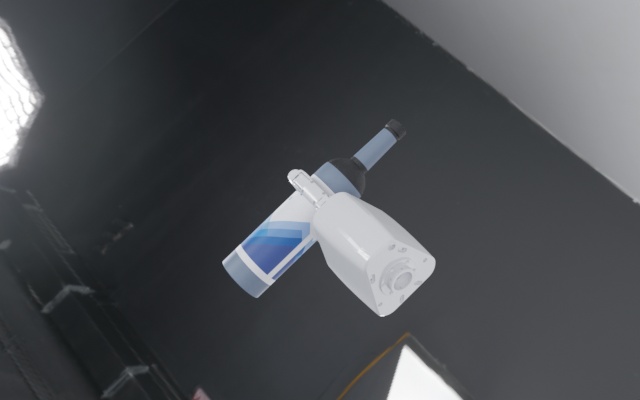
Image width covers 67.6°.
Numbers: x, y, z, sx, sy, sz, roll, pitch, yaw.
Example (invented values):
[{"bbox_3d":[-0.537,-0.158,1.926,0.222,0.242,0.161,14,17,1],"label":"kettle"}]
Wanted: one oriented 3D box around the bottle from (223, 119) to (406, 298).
[{"bbox_3d":[0.000,0.002,0.635,0.295,0.069,0.069,-44,2,-3],"label":"bottle"}]
